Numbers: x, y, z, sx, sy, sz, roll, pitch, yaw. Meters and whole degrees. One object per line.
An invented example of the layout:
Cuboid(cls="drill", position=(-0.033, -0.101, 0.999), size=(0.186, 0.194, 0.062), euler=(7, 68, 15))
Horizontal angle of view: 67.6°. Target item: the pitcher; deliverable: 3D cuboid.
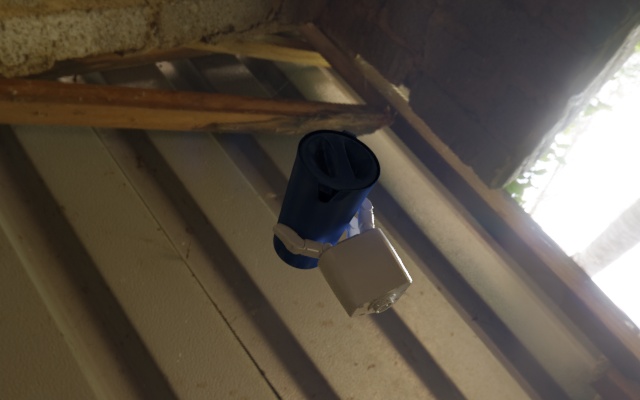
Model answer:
Cuboid(cls="pitcher", position=(0.000, 0.003, 0.816), size=(0.149, 0.145, 0.243), euler=(-14, -34, -32))
